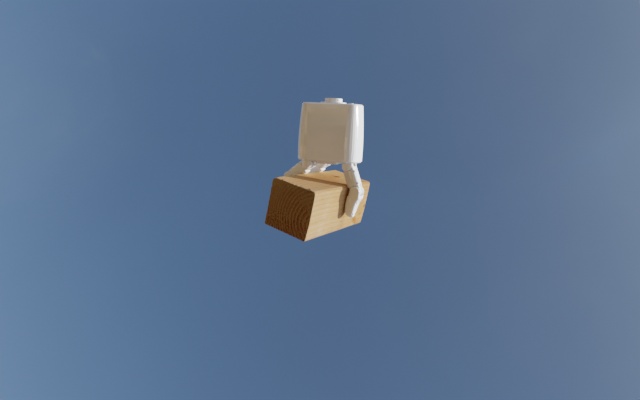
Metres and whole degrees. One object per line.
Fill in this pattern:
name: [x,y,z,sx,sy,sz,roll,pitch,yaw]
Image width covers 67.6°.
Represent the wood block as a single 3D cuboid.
wood block: [0.001,0.003,0.895,0.091,0.090,0.206,21,18,28]
